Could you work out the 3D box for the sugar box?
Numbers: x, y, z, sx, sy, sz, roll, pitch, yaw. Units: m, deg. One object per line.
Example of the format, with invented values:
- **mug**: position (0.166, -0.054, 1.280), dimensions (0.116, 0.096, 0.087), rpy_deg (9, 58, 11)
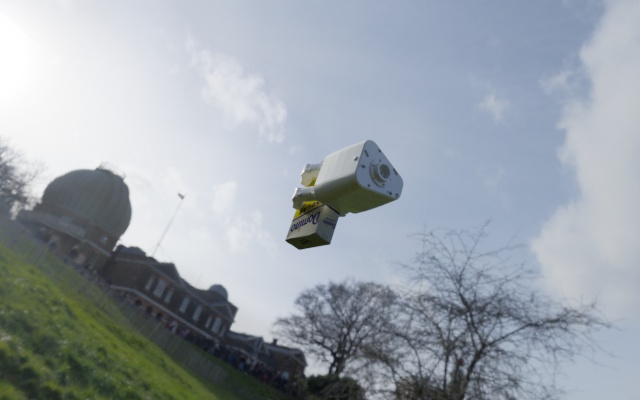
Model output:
- **sugar box**: position (0.000, 0.003, 0.900), dimensions (0.048, 0.176, 0.093), rpy_deg (38, -33, -28)
